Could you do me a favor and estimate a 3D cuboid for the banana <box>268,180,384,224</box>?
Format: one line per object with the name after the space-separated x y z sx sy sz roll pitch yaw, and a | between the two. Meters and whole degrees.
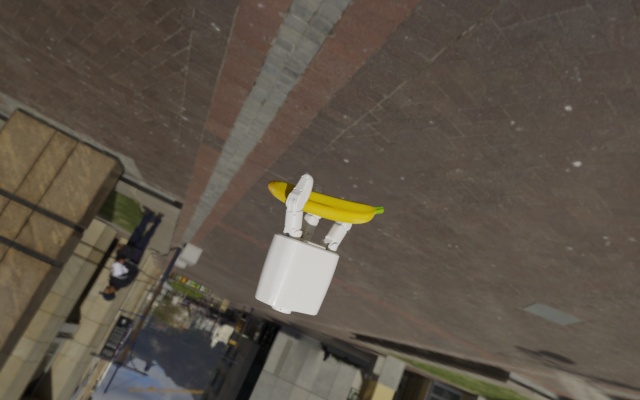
0.000 0.005 0.763 0.198 0.037 0.069 15 7 10 | banana
